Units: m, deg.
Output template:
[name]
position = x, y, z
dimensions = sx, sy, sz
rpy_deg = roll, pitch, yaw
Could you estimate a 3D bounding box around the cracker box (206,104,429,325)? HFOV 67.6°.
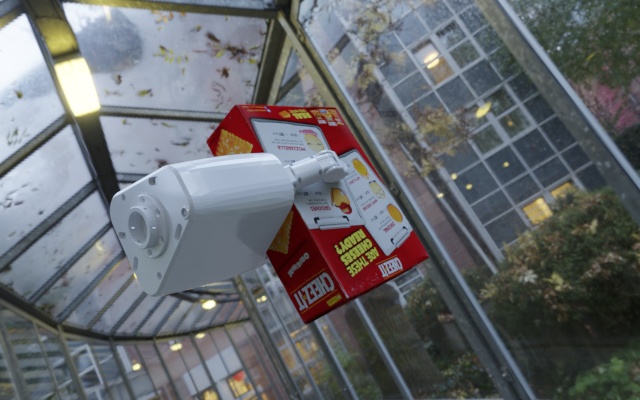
[cracker box]
position = 0.000, 0.001, 0.509
dimensions = 0.072, 0.213, 0.164
rpy_deg = -40, -17, 36
